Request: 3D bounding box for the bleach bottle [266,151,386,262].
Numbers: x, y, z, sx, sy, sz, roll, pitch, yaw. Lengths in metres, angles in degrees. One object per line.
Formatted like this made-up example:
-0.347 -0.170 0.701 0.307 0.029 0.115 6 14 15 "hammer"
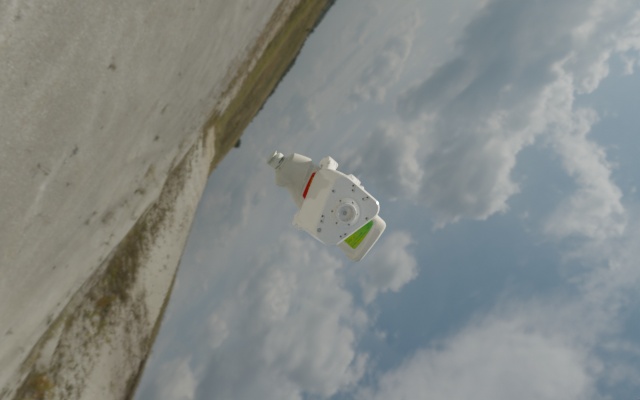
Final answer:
0.000 0.003 0.892 0.251 0.102 0.068 38 -2 -16 "bleach bottle"
